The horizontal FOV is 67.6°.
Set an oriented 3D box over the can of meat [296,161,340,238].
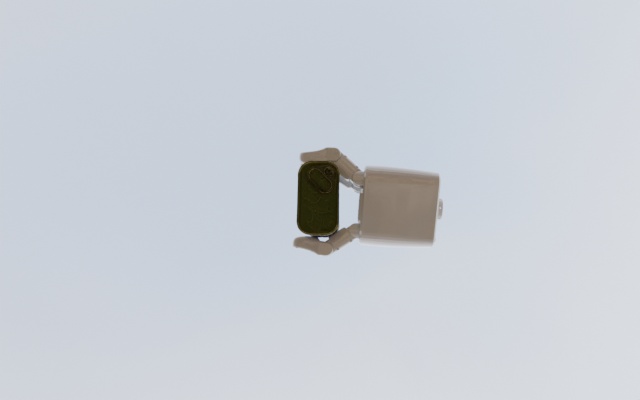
[{"bbox_3d":[0.000,0.002,0.683,0.057,0.102,0.084,0,-9,5],"label":"can of meat"}]
